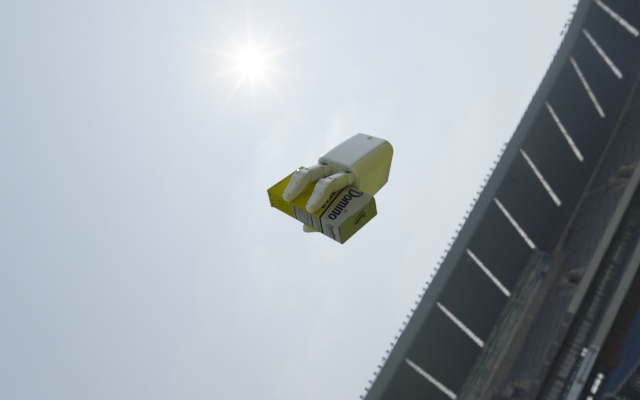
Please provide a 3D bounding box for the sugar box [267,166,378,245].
[{"bbox_3d":[0.000,0.002,0.814,0.176,0.048,0.093,23,49,40],"label":"sugar box"}]
